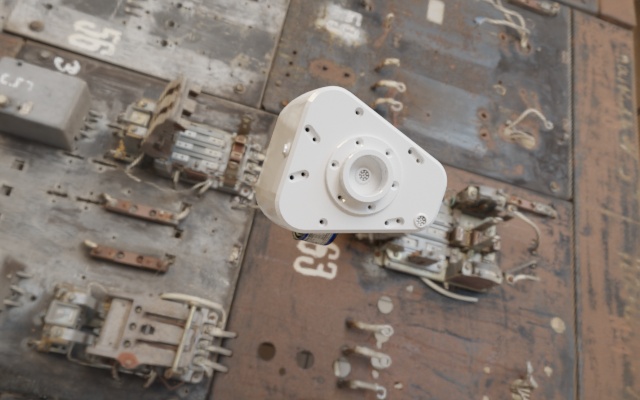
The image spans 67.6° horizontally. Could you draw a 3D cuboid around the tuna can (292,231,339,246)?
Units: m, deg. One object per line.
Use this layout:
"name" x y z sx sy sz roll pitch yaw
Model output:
"tuna can" 0.001 0.002 0.481 0.034 0.086 0.086 15 -4 -16
